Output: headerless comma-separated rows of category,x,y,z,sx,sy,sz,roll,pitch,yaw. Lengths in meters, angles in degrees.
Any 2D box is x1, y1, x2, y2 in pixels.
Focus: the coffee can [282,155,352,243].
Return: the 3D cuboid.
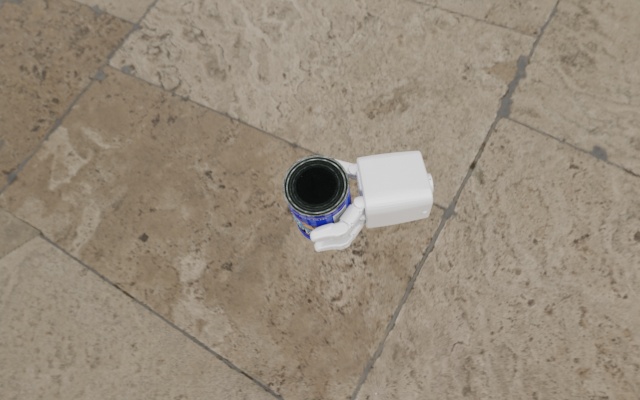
coffee can,0.000,0.003,0.783,0.103,0.102,0.140,0,-22,7
